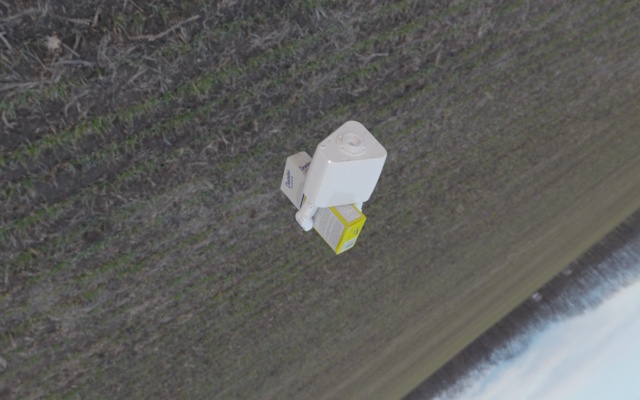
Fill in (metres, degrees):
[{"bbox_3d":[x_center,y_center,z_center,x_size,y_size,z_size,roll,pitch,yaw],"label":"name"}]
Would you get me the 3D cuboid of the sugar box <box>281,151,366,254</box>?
[{"bbox_3d":[0.001,0.003,0.852,0.048,0.176,0.093,-24,-28,-30],"label":"sugar box"}]
